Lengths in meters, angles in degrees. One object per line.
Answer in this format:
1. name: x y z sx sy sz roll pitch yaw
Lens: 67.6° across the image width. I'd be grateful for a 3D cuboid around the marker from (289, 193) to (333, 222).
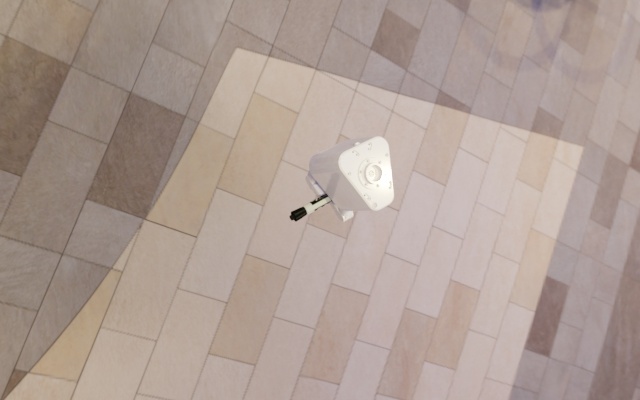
1. marker: 0.000 0.003 0.811 0.121 0.020 0.020 -28 11 -22
